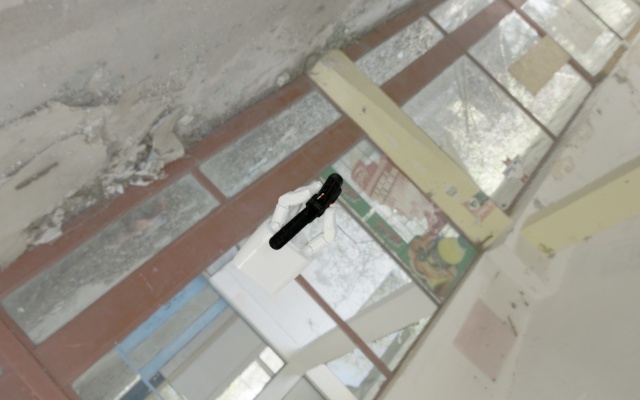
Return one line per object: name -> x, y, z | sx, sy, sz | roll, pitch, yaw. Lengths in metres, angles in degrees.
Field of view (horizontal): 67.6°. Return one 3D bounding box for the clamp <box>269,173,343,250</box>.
clamp -> 0.001, 0.003, 0.844 | 0.164, 0.036, 0.210 | -46, -4, 21
